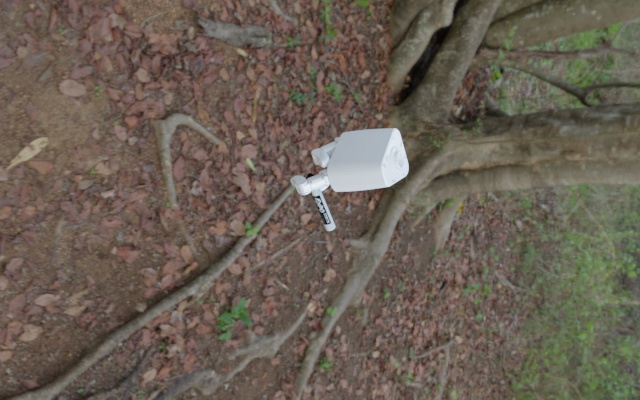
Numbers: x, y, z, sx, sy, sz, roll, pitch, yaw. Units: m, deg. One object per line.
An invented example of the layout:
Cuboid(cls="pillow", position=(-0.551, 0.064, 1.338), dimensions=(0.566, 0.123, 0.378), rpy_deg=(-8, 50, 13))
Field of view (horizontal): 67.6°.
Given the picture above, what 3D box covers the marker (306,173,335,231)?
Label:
Cuboid(cls="marker", position=(0.000, 0.003, 0.879), dimensions=(0.020, 0.121, 0.020), rpy_deg=(-17, 28, 9))
